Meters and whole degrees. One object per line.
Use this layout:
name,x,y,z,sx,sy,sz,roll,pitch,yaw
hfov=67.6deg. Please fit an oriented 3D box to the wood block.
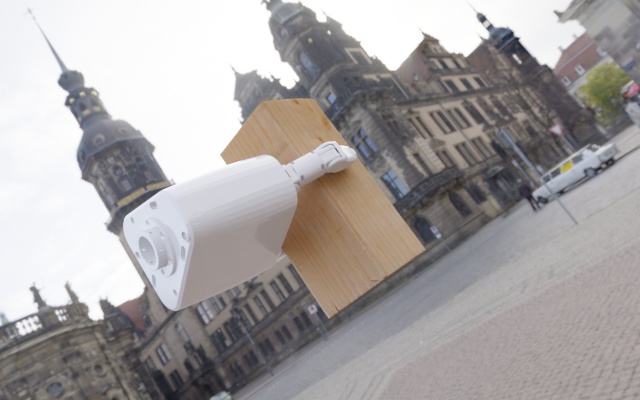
wood block,0.000,0.001,0.498,0.091,0.206,0.090,-43,-14,34
